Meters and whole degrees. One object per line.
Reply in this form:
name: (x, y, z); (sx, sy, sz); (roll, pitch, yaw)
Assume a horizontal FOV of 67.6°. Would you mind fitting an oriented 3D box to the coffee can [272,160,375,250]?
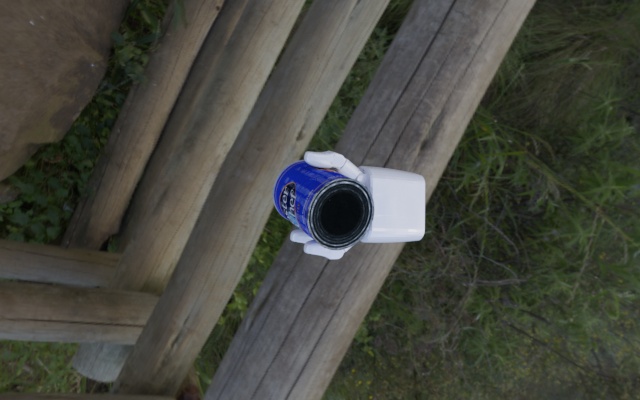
coffee can: (0.000, 0.002, 0.705); (0.103, 0.103, 0.140); (0, 14, -26)
